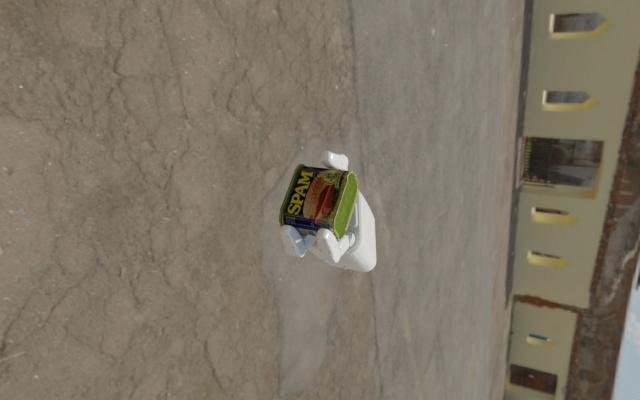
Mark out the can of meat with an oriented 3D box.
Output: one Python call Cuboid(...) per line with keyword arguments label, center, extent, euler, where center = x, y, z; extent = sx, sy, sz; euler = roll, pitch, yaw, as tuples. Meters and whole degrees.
Cuboid(label="can of meat", center=(0.000, 0.002, 0.676), extent=(0.084, 0.102, 0.057), euler=(8, -24, 26))
